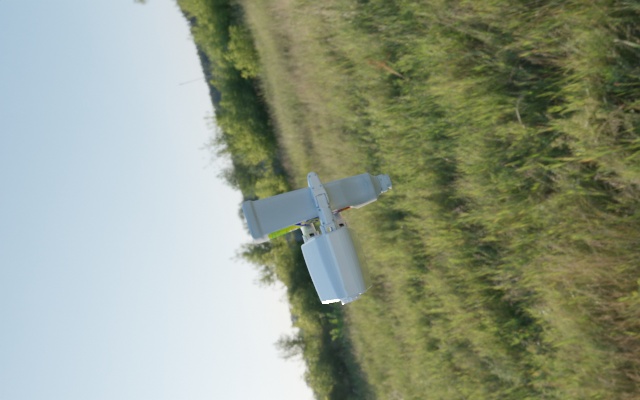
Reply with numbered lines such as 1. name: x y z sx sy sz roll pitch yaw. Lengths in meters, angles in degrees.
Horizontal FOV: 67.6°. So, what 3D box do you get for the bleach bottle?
1. bleach bottle: 0.000 0.003 0.807 0.251 0.068 0.102 -18 -10 -6
